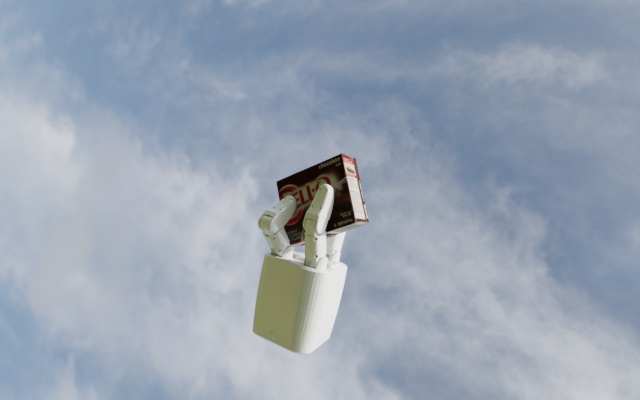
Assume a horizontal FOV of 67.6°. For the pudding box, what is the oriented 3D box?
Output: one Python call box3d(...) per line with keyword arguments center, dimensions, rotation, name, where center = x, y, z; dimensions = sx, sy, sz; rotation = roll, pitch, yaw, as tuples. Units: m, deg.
box3d(center=(0.000, 0.002, 0.612), dimensions=(0.113, 0.090, 0.039), rotation=(-20, -17, 31), name="pudding box")
